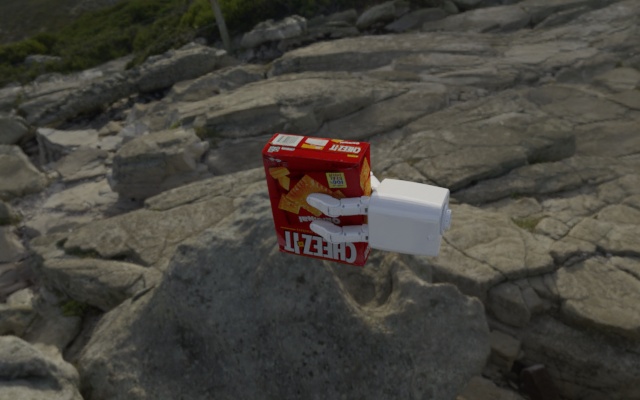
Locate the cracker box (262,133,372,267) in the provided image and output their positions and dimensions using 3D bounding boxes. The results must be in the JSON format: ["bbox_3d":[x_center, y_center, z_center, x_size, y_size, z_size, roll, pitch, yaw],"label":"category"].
[{"bbox_3d":[0.000,0.002,0.797,0.164,0.214,0.072,9,38,19],"label":"cracker box"}]
